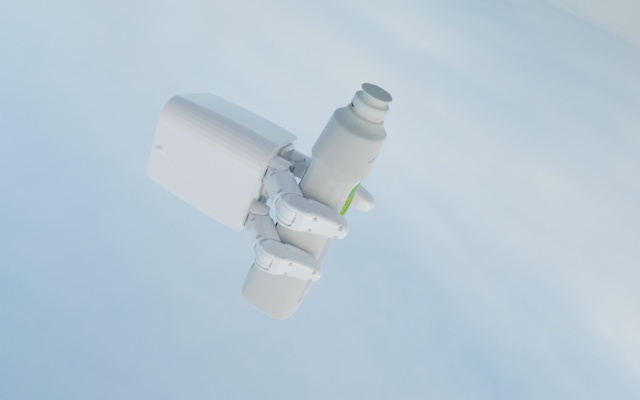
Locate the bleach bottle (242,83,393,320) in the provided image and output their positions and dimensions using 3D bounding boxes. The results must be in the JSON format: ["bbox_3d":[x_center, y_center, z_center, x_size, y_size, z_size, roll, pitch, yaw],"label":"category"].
[{"bbox_3d":[0.000,0.002,0.459,0.068,0.251,0.102,29,34,2],"label":"bleach bottle"}]
